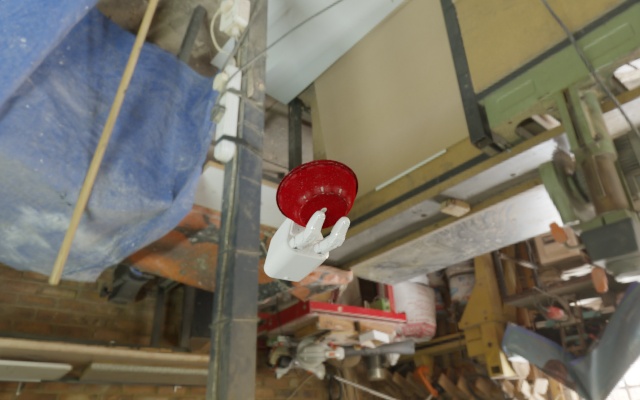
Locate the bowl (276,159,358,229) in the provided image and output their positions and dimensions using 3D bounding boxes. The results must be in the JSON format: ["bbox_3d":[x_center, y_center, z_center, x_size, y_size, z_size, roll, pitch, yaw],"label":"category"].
[{"bbox_3d":[0.001,0.002,0.890,0.162,0.162,0.055,0,42,-18],"label":"bowl"}]
